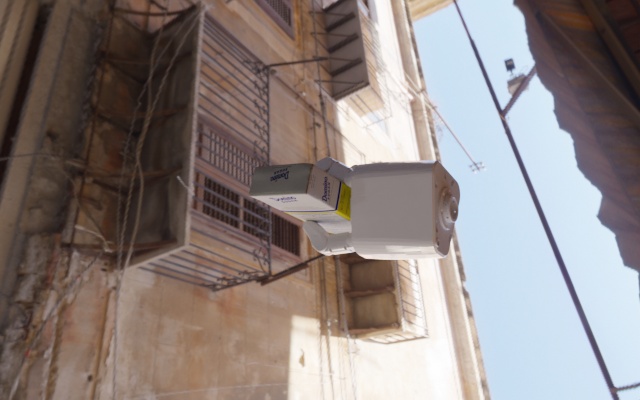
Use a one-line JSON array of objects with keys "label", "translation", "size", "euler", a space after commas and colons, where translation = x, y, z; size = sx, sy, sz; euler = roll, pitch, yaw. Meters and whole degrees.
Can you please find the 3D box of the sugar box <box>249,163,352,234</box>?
[{"label": "sugar box", "translation": [0.000, 0.002, 0.631], "size": [0.093, 0.048, 0.176], "euler": [-1, -21, 36]}]
